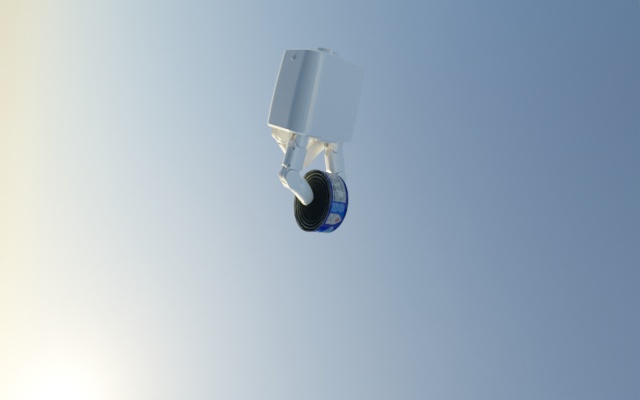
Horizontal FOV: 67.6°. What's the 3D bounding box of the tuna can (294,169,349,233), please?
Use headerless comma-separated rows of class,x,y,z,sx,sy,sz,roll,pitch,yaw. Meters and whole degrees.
tuna can,0.001,0.002,0.655,0.034,0.086,0.086,9,-5,-35
